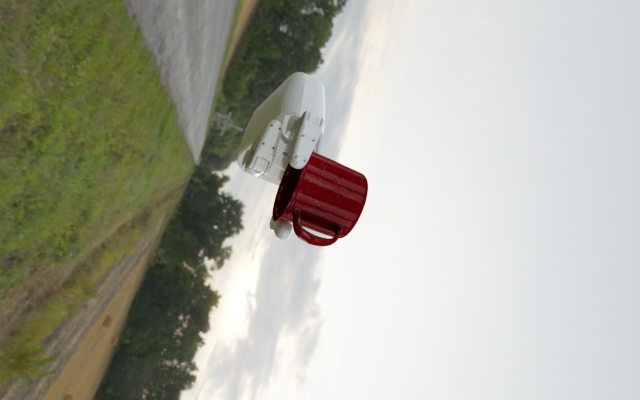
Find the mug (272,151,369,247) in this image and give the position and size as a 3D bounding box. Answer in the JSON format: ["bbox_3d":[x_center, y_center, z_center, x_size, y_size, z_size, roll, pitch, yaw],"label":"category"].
[{"bbox_3d":[0.000,0.003,0.529,0.081,0.117,0.093,22,-48,-16],"label":"mug"}]
